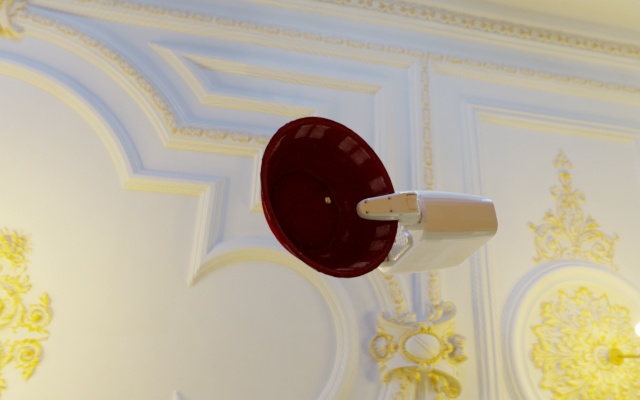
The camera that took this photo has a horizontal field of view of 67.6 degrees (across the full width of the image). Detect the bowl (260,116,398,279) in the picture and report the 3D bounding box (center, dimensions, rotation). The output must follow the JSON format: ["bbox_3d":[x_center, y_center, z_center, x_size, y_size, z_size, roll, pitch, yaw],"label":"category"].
[{"bbox_3d":[-0.001,0.001,0.472,0.162,0.162,0.055,0,-18,-37],"label":"bowl"}]
